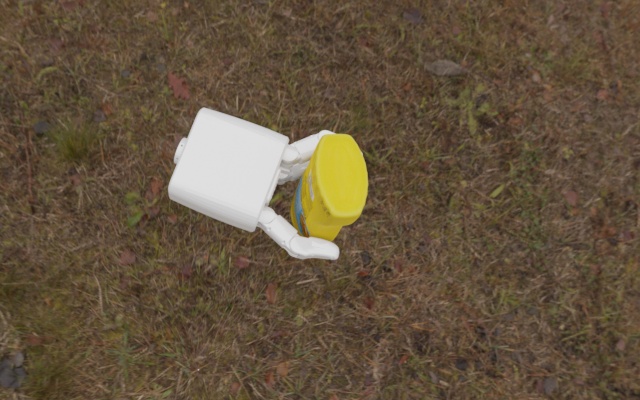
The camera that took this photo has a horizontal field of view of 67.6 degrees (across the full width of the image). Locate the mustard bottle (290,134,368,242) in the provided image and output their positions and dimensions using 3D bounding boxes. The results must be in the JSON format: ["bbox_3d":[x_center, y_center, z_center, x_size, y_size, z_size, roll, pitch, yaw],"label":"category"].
[{"bbox_3d":[0.000,0.002,0.578,0.058,0.096,0.192,-3,-18,-15],"label":"mustard bottle"}]
